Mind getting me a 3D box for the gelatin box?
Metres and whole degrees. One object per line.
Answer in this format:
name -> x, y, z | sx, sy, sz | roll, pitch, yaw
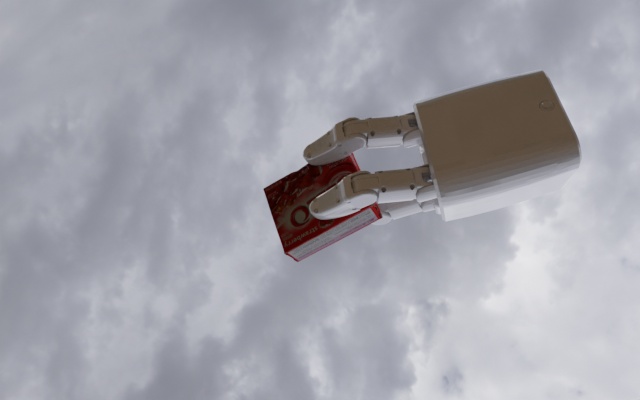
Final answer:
gelatin box -> 0.000, 0.002, 0.426 | 0.089, 0.073, 0.030 | -29, -33, 10
